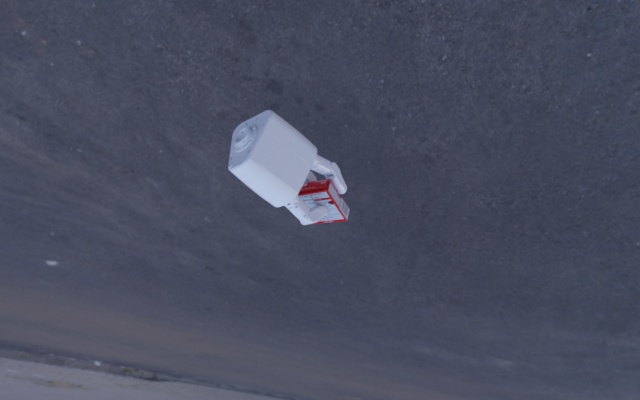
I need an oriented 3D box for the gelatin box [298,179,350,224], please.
[{"bbox_3d":[0.000,0.003,0.835,0.073,0.030,0.089,-7,-42,28],"label":"gelatin box"}]
